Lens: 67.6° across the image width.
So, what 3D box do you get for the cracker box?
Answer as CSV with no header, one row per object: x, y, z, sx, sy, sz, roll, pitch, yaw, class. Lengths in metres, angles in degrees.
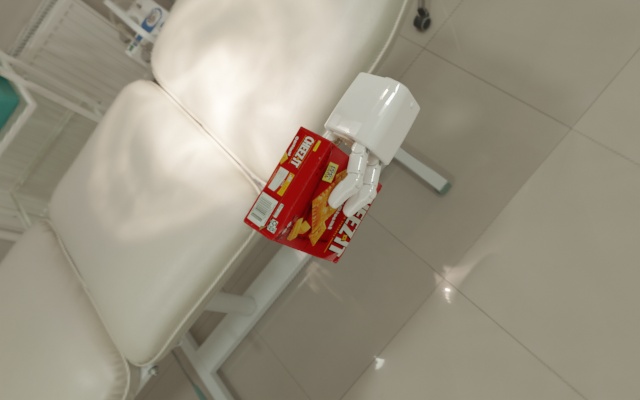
0.000,0.002,0.759,0.072,0.164,0.214,31,1,32,cracker box
